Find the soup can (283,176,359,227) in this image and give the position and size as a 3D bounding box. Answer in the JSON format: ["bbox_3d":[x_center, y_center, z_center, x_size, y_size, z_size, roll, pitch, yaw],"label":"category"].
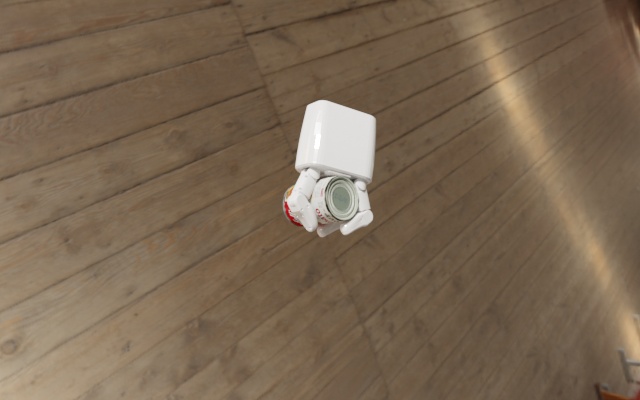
[{"bbox_3d":[0.000,0.003,0.724,0.068,0.068,0.102,0,-6,-41],"label":"soup can"}]
